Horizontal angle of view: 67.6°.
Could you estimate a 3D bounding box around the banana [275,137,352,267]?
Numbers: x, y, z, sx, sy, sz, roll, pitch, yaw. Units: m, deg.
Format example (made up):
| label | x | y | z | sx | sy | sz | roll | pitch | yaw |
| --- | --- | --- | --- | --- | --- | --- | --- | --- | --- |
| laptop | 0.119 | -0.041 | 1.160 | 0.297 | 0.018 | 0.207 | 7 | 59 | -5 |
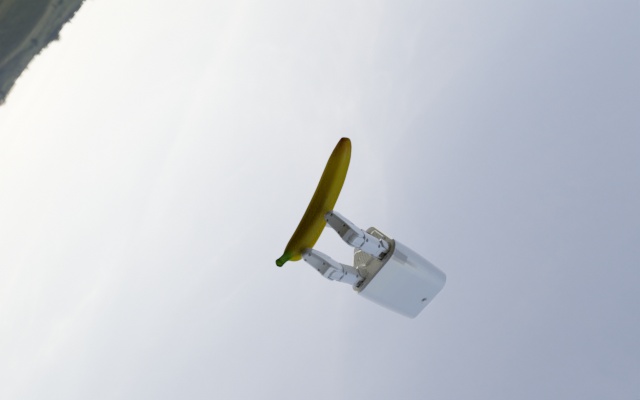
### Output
| label | x | y | z | sx | sy | sz | roll | pitch | yaw |
| --- | --- | --- | --- | --- | --- | --- | --- | --- | --- |
| banana | -0.001 | 0.007 | 0.667 | 0.037 | 0.198 | 0.069 | 26 | -5 | 6 |
